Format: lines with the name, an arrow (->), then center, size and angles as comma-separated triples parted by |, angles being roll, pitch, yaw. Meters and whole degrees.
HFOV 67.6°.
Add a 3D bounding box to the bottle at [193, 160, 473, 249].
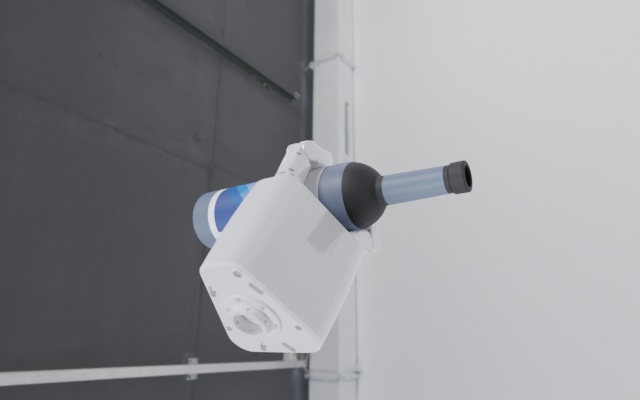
bottle -> 0.000, 0.002, 0.476 | 0.296, 0.069, 0.069 | -10, -5, 32
